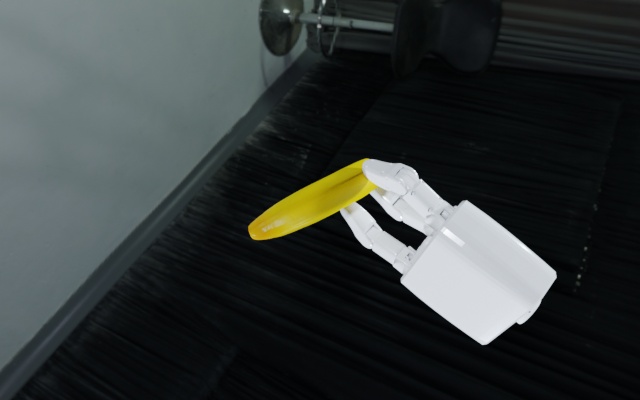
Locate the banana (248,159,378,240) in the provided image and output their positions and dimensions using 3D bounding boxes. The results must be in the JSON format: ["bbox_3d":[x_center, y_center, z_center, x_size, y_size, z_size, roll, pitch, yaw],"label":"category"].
[{"bbox_3d":[0.013,-0.007,0.498,0.197,0.037,0.070,-28,-3,-46],"label":"banana"}]
